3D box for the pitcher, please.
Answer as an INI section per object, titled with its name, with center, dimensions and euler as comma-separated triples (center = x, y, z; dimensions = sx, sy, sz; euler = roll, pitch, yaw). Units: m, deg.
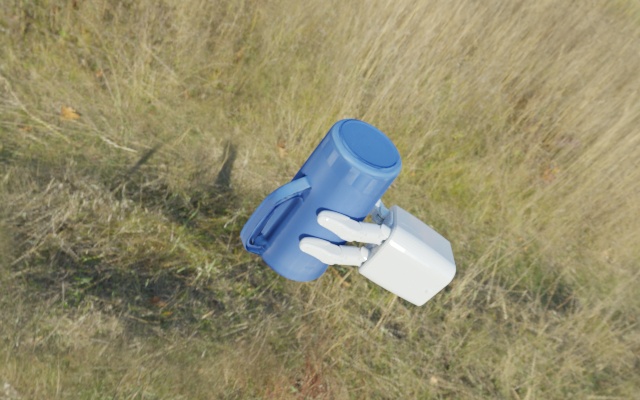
[pitcher]
center = 0.000, 0.002, 0.689
dimensions = 0.145, 0.243, 0.149
euler = 33, 39, -4
